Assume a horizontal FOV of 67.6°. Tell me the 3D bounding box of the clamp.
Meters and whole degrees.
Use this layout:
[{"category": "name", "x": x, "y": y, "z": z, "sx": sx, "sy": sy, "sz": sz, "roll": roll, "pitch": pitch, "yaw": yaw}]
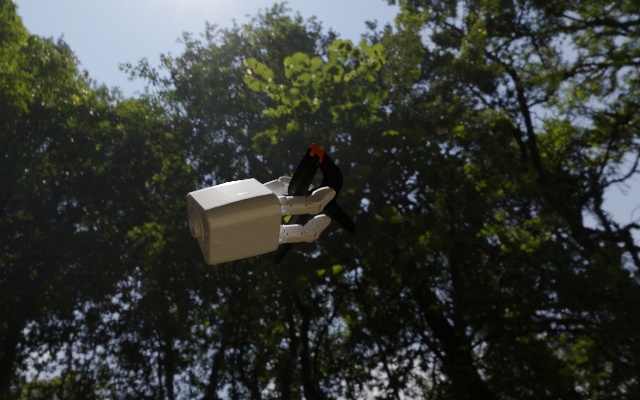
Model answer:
[{"category": "clamp", "x": 0.000, "y": 0.002, "z": 0.769, "sx": 0.164, "sy": 0.210, "sz": 0.036, "roll": -14, "pitch": 42, "yaw": -29}]
